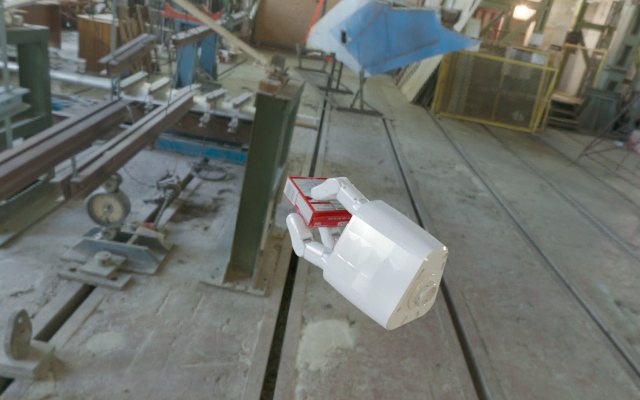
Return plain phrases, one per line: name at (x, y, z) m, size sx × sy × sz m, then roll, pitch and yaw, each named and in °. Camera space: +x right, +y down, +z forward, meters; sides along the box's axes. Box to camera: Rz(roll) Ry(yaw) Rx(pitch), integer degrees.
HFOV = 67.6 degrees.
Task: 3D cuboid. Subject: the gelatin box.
gelatin box at (0.000, 0.002, 0.660) m, size 0.073 × 0.030 × 0.089 m, roll 0°, pitch 35°, yaw -32°
